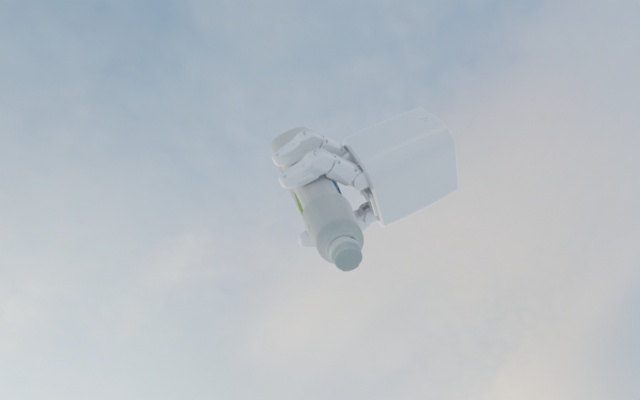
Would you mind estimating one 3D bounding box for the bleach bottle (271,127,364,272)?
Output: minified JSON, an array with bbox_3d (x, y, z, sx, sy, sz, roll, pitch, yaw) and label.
[{"bbox_3d":[0.000,0.002,0.566,0.068,0.103,0.250,-26,33,0],"label":"bleach bottle"}]
